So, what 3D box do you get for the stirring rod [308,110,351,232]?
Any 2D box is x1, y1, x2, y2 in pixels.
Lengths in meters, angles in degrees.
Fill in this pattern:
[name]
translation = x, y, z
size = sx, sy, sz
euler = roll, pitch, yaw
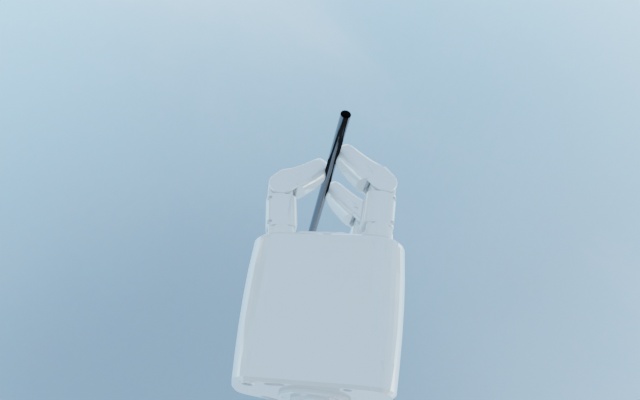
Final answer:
[stirring rod]
translation = 0.000, 0.001, 0.450
size = 0.011, 0.011, 0.240
euler = 0, -33, -10
